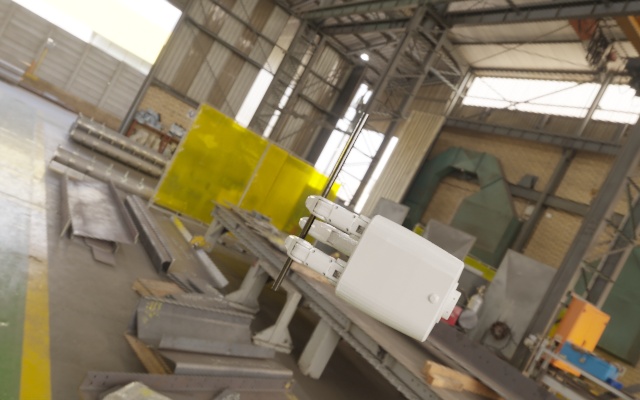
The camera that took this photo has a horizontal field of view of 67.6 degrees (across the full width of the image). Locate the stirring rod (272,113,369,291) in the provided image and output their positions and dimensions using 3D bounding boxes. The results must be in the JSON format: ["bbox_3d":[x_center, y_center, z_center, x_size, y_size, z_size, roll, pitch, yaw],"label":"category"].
[{"bbox_3d":[0.000,0.002,0.580,0.011,0.239,0.011,28,0,0],"label":"stirring rod"}]
